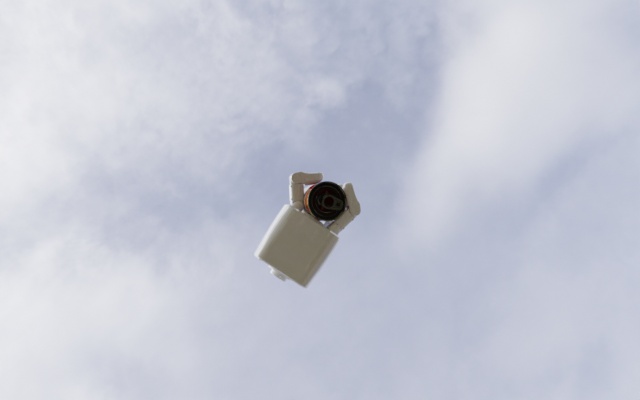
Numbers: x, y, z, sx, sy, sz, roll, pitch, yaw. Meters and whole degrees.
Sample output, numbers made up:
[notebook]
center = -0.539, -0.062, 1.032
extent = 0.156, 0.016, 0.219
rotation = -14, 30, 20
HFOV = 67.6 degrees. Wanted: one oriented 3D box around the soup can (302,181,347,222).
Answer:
[soup can]
center = 0.000, 0.002, 0.849
extent = 0.068, 0.068, 0.102
rotation = 0, -2, -13
